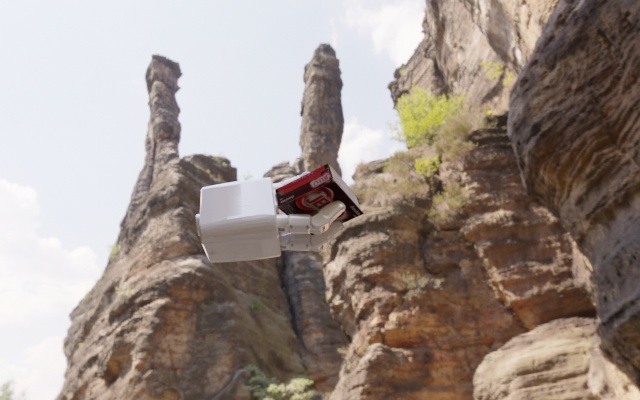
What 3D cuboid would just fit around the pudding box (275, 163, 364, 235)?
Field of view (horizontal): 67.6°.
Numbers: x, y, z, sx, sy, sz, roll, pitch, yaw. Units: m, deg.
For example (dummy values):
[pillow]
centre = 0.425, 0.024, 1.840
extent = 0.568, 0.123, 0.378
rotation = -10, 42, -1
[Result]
[pudding box]
centre = 0.000, 0.002, 0.705
extent = 0.090, 0.039, 0.113
rotation = -25, -33, 16
